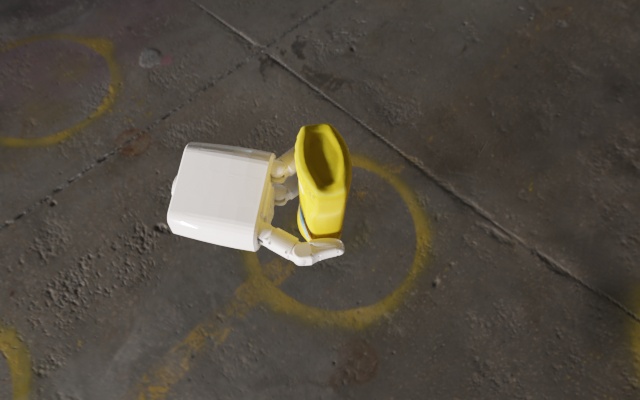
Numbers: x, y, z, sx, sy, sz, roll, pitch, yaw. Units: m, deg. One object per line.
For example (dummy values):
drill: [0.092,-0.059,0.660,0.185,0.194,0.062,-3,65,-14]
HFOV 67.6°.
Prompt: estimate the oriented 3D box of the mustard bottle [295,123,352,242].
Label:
mustard bottle: [0.000,0.002,0.573,0.058,0.096,0.192,-10,-29,-8]
